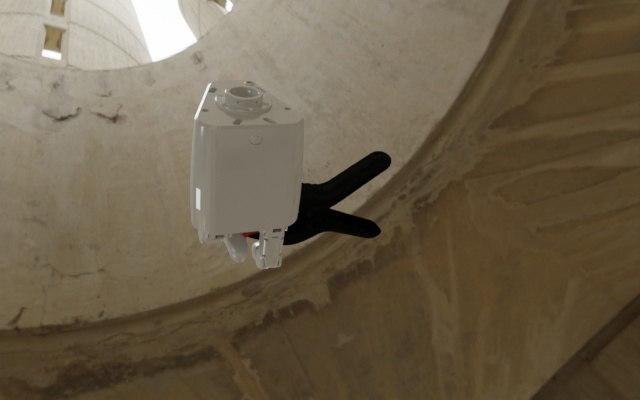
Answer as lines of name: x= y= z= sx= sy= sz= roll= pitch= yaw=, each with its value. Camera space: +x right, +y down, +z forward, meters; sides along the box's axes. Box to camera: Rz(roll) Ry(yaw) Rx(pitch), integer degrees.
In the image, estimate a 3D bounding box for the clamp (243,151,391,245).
clamp: x=0.000 y=0.001 z=0.517 sx=0.171 sy=0.120 sz=0.039 roll=-7 pitch=36 yaw=-22
